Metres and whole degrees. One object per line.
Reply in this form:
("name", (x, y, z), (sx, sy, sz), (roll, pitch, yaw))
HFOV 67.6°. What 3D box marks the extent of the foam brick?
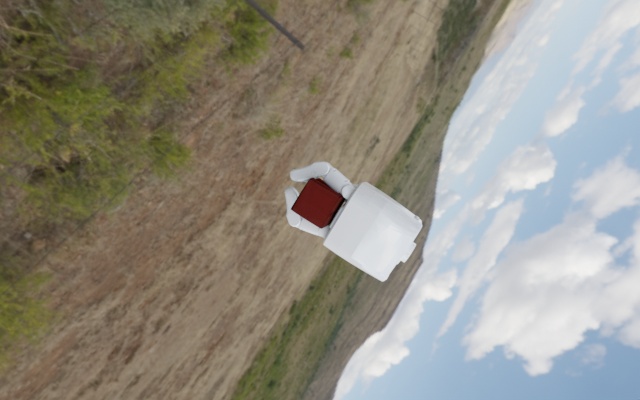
("foam brick", (0.000, 0.002, 0.683), (0.051, 0.053, 0.078), (33, 9, 8))
